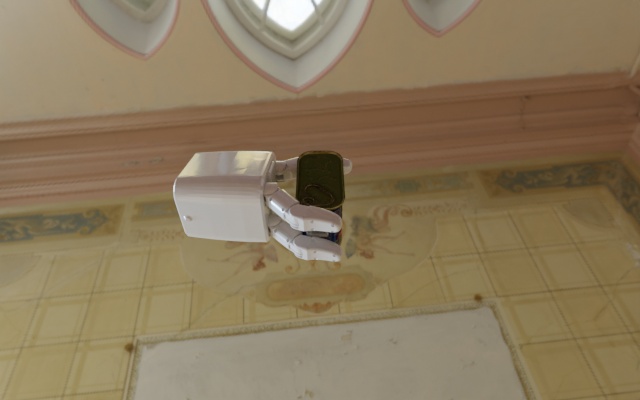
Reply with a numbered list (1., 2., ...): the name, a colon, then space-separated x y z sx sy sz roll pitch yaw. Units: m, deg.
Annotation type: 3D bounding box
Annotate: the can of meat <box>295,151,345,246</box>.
1. can of meat: 0.000 0.002 0.598 0.057 0.102 0.084 -1 -45 0
